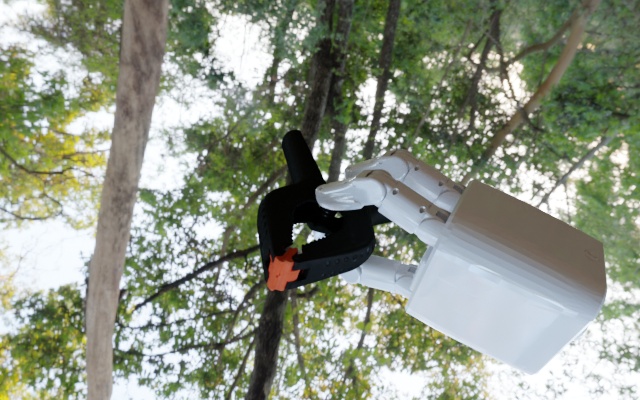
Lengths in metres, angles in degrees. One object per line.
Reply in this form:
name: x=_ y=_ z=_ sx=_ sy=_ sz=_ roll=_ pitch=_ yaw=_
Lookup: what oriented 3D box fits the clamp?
clamp: x=0.000 y=0.002 z=0.401 sx=0.164 sy=0.036 sz=0.210 roll=27 pitch=32 yaw=16
